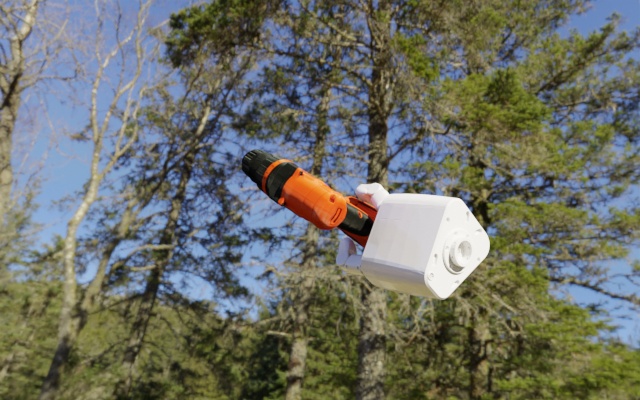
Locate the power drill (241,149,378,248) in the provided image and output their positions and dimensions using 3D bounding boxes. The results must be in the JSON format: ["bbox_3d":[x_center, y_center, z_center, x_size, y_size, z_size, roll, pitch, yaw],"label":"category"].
[{"bbox_3d":[0.001,0.002,0.632,0.188,0.057,0.184,25,7,-47],"label":"power drill"}]
